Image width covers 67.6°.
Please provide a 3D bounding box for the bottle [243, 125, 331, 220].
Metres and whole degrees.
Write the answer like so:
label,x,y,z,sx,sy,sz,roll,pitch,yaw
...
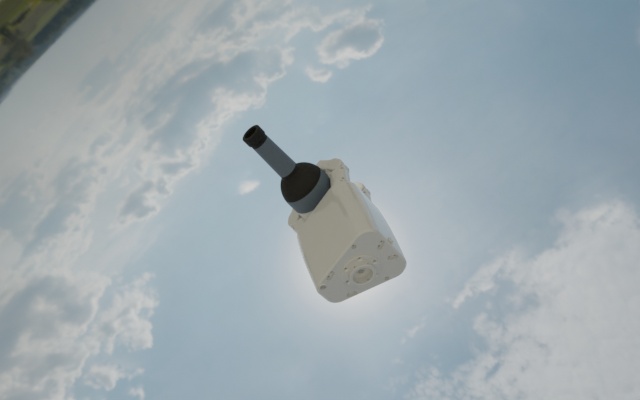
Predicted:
label,x,y,z,sx,sy,sz,roll,pitch,yaw
bottle,0.000,0.002,0.675,0.069,0.069,0.296,0,-36,47
